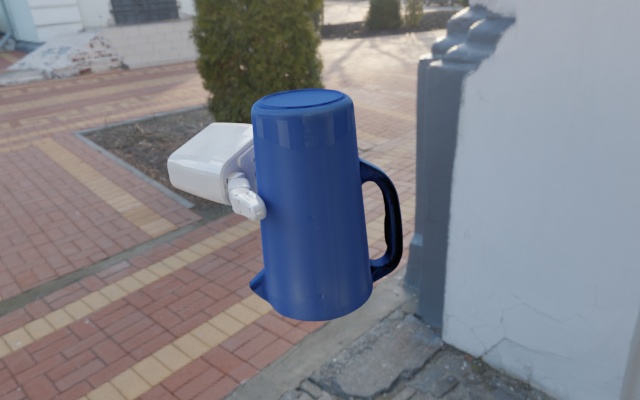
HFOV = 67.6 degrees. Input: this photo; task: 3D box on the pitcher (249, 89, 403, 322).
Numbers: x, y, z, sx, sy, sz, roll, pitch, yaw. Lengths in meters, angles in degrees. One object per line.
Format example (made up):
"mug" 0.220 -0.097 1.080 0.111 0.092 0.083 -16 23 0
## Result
"pitcher" 0.000 0.002 0.546 0.145 0.243 0.149 14 30 35
